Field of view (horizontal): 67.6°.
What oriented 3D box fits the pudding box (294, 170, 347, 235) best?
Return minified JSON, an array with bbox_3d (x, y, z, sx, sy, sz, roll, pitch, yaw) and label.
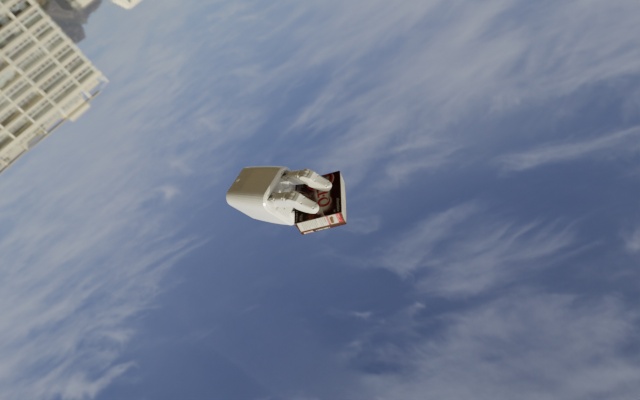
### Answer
[{"bbox_3d":[0.000,0.003,0.877,0.090,0.113,0.039,-15,-45,14],"label":"pudding box"}]
